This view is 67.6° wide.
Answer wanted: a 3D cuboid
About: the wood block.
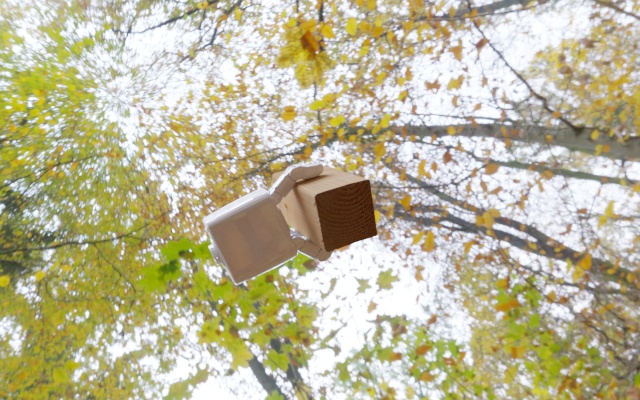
[{"bbox_3d":[0.000,0.002,0.777,0.090,0.091,0.206,-16,17,-19],"label":"wood block"}]
